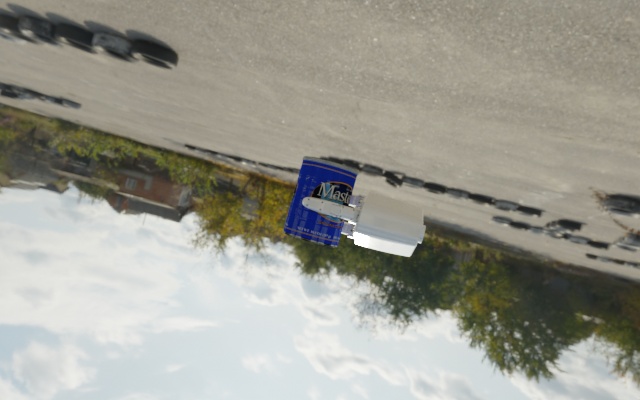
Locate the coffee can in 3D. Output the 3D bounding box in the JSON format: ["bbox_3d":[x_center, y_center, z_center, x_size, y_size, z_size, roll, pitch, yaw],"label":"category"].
[{"bbox_3d":[0.000,0.003,0.849,0.103,0.140,0.103,16,-1,0],"label":"coffee can"}]
